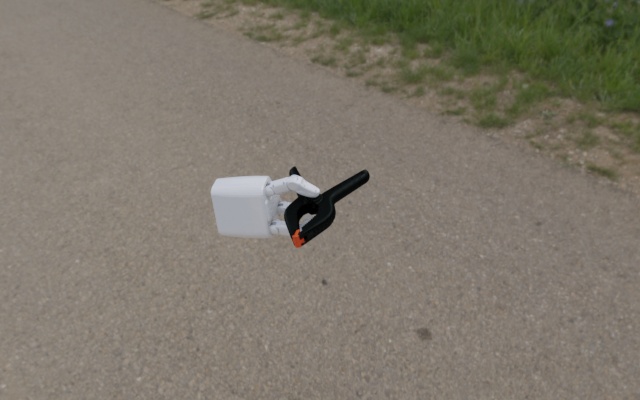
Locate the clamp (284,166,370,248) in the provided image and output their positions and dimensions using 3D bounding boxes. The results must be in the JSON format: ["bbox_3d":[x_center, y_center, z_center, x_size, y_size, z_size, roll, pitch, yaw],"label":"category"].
[{"bbox_3d":[0.000,0.003,0.876,0.164,0.036,0.209,-1,40,15],"label":"clamp"}]
